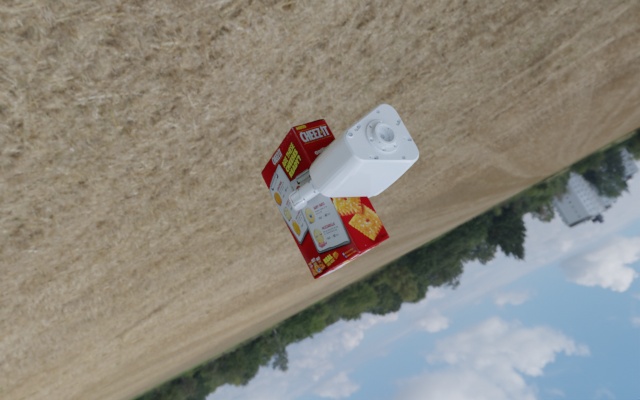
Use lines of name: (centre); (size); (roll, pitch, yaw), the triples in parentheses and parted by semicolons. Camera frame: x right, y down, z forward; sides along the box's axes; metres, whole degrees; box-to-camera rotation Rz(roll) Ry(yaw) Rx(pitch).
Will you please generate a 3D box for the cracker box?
cracker box: (0.000, 0.003, 0.775); (0.072, 0.213, 0.164); (-21, -12, -32)
